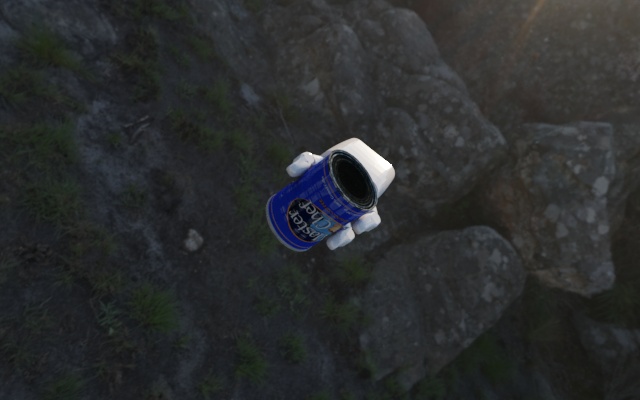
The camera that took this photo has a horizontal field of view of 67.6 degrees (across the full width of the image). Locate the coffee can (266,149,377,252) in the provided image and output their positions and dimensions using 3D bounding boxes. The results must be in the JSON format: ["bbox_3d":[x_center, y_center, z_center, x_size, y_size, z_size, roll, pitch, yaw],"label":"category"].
[{"bbox_3d":[0.000,0.002,0.725,0.140,0.102,0.103,-34,-20,33],"label":"coffee can"}]
